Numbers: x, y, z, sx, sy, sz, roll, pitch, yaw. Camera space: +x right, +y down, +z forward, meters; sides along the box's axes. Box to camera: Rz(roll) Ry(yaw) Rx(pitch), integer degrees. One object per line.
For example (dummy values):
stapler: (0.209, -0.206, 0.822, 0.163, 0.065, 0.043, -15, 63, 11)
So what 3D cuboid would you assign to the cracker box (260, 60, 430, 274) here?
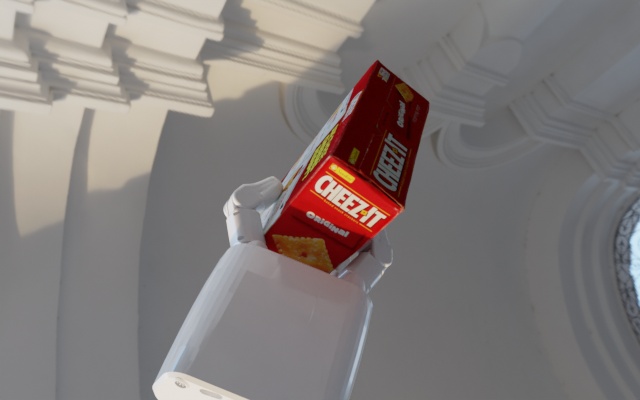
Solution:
cracker box: (0.000, 0.001, 0.435, 0.072, 0.164, 0.214, 35, -49, -9)
